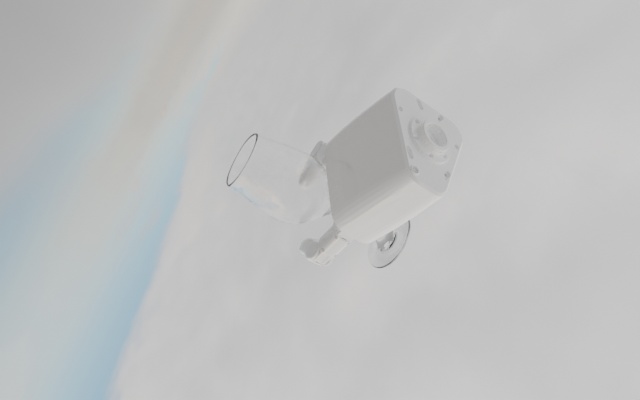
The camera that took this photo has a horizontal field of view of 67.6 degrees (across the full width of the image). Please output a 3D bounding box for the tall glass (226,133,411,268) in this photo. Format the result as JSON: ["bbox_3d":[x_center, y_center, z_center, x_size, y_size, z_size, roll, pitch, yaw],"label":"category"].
[{"bbox_3d":[0.001,0.002,0.525,0.201,0.079,0.079,28,-12,-22],"label":"tall glass"}]
